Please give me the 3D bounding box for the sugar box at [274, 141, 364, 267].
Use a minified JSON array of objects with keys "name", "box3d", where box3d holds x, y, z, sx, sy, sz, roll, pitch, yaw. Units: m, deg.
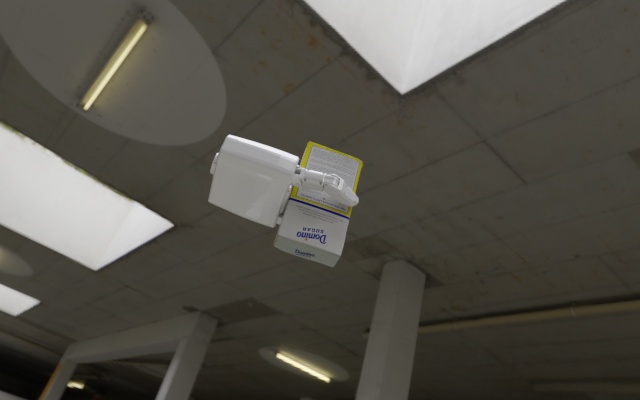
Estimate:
[{"name":"sugar box","box3d":[0.000,0.002,0.702,0.093,0.176,0.048,19,-33,-3]}]
